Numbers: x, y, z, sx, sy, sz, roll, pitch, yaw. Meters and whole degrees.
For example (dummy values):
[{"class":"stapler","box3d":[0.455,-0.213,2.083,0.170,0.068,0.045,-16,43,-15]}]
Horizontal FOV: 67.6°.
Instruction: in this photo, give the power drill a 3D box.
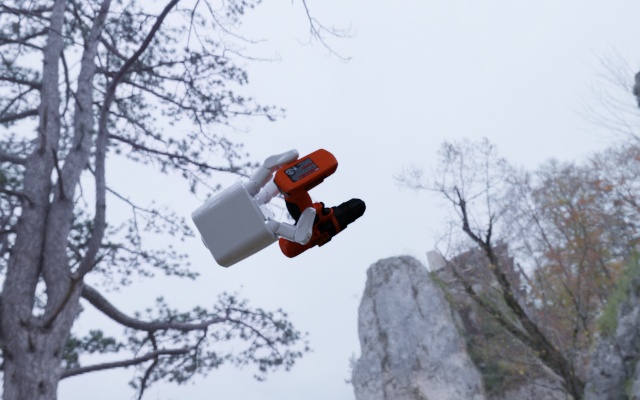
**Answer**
[{"class":"power drill","box3d":[0.000,0.003,0.834,0.184,0.188,0.057,-30,49,-19]}]
